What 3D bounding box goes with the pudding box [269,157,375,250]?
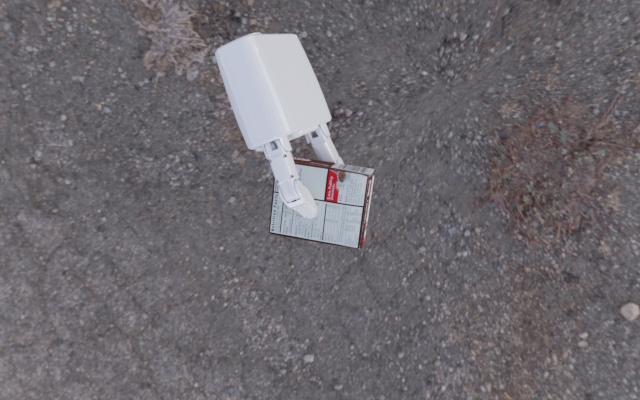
[{"bbox_3d":[0.000,0.002,0.549,0.113,0.090,0.039,10,15,13],"label":"pudding box"}]
